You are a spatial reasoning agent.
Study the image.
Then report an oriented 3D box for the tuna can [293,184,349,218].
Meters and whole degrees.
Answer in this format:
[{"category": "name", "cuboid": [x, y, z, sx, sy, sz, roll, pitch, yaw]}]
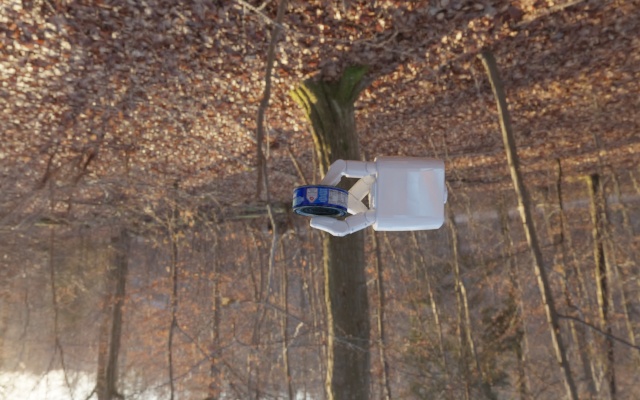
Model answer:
[{"category": "tuna can", "cuboid": [0.000, 0.003, 0.732, 0.086, 0.033, 0.086, 3, -13, 1]}]
